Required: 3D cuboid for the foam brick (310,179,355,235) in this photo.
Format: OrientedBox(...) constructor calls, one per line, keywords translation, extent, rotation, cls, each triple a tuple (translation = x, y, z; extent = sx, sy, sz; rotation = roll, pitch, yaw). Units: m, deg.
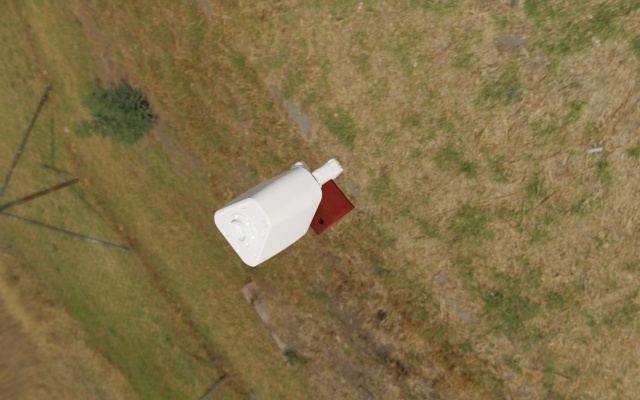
OrientedBox(translation=(0.000, 0.002, 0.719), extent=(0.051, 0.078, 0.053), rotation=(-34, -6, -43), cls="foam brick")
